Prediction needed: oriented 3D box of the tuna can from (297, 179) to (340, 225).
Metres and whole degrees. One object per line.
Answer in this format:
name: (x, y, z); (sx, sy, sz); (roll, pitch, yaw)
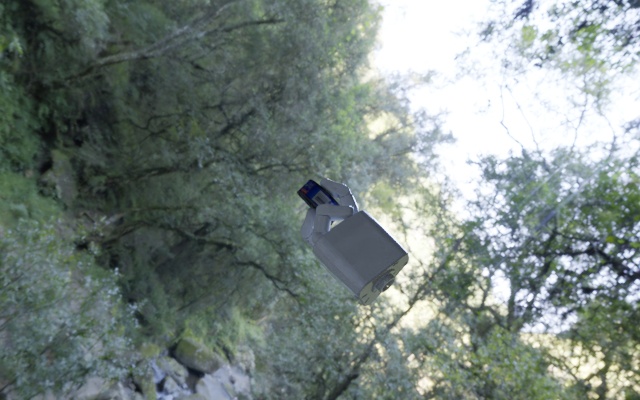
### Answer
tuna can: (0.000, 0.002, 0.844); (0.086, 0.034, 0.086); (43, -6, 6)
